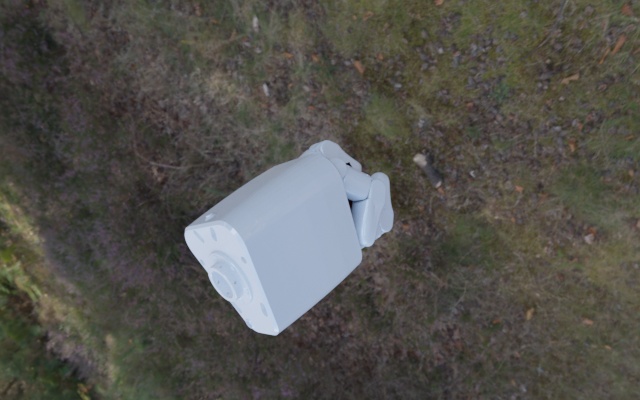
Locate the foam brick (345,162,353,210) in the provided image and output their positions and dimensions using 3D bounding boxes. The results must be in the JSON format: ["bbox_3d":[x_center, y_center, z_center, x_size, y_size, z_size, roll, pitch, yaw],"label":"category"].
[{"bbox_3d":[0.000,0.002,0.472,0.051,0.053,0.078,-37,16,-35],"label":"foam brick"}]
